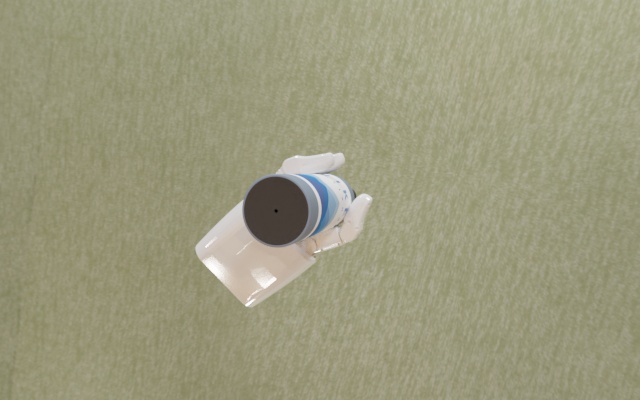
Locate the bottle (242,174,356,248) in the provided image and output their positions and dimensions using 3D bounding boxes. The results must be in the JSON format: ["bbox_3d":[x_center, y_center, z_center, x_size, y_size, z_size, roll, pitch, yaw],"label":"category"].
[{"bbox_3d":[0.000,0.002,0.567,0.069,0.069,0.295,0,3,16],"label":"bottle"}]
